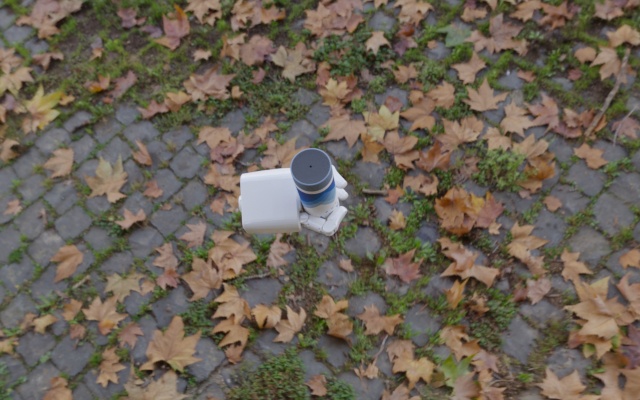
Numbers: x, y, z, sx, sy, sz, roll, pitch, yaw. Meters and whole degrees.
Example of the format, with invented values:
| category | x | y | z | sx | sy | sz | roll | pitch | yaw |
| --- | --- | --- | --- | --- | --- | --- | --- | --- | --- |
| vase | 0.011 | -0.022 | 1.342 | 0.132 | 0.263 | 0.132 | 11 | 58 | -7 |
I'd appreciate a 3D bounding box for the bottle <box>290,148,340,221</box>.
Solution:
| category | x | y | z | sx | sy | sz | roll | pitch | yaw |
| --- | --- | --- | --- | --- | --- | --- | --- | --- | --- |
| bottle | 0.000 | 0.003 | 0.889 | 0.069 | 0.069 | 0.296 | 0 | -23 | 7 |
